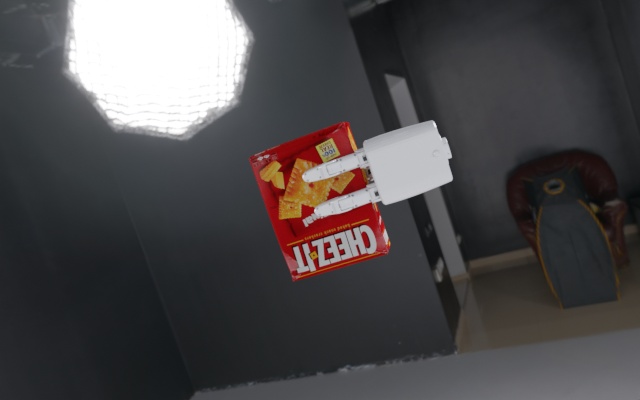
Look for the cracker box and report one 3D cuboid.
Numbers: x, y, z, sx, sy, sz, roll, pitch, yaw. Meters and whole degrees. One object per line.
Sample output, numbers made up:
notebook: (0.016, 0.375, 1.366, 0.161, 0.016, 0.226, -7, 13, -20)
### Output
cracker box: (0.000, 0.002, 0.760, 0.164, 0.214, 0.072, -18, 4, 13)
